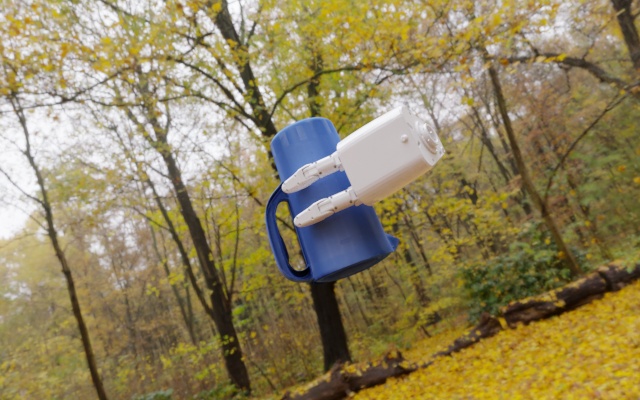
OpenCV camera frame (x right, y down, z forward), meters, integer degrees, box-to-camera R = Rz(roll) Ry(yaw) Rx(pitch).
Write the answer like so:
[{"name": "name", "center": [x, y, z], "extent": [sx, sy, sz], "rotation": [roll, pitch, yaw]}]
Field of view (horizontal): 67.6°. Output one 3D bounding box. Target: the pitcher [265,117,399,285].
[{"name": "pitcher", "center": [0.000, 0.002, 0.736], "extent": [0.145, 0.242, 0.149], "rotation": [-30, -17, 30]}]
